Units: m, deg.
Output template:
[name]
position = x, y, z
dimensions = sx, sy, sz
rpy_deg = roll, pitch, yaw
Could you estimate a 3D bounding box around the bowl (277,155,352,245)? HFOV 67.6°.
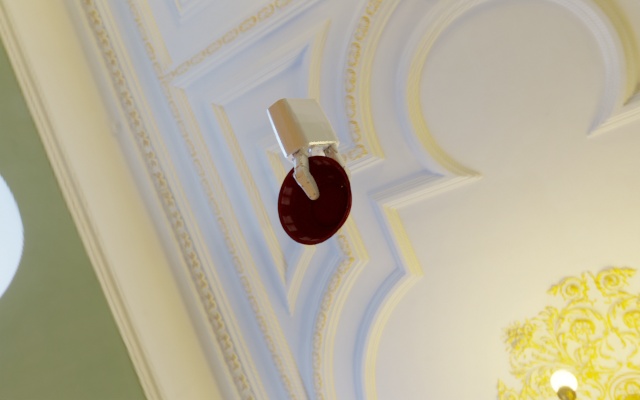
[bowl]
position = 0.001, 0.004, 0.864
dimensions = 0.162, 0.162, 0.055
rpy_deg = 0, -10, 36
